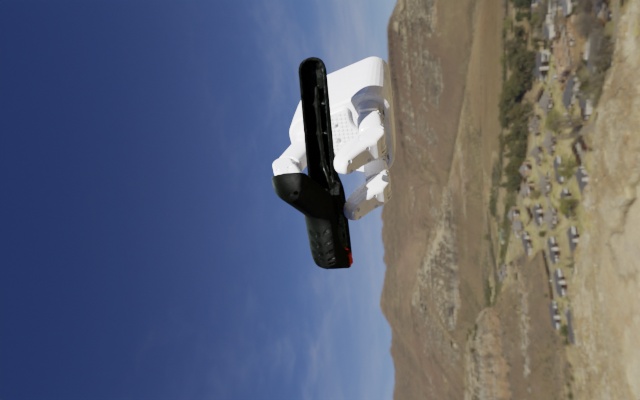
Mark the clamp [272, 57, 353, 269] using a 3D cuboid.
[{"bbox_3d":[-0.001,0.002,0.430,0.036,0.210,0.164,-3,38,12],"label":"clamp"}]
